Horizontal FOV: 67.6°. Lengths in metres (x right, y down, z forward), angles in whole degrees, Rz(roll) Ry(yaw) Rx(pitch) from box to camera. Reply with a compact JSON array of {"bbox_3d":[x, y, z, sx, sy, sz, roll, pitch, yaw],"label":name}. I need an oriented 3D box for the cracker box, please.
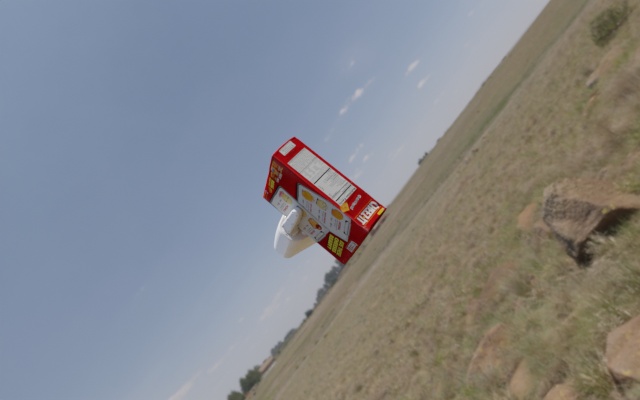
[{"bbox_3d":[0.000,0.003,0.886,0.213,0.072,0.164,38,-29,8],"label":"cracker box"}]
